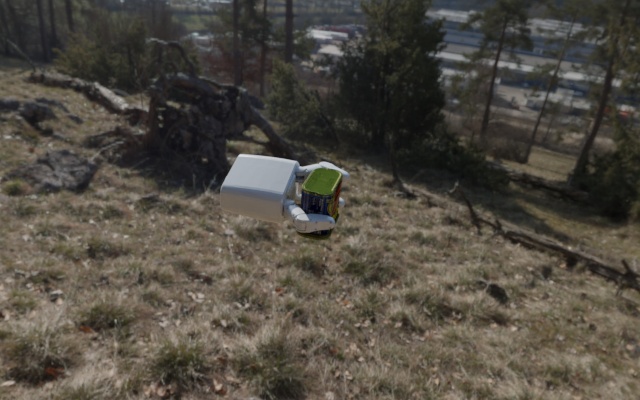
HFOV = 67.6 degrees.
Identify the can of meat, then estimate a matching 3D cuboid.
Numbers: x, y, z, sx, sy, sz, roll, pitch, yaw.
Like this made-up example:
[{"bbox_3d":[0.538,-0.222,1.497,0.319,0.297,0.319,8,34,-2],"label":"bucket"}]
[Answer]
[{"bbox_3d":[0.000,0.002,0.786,0.057,0.084,0.102,11,29,10],"label":"can of meat"}]
